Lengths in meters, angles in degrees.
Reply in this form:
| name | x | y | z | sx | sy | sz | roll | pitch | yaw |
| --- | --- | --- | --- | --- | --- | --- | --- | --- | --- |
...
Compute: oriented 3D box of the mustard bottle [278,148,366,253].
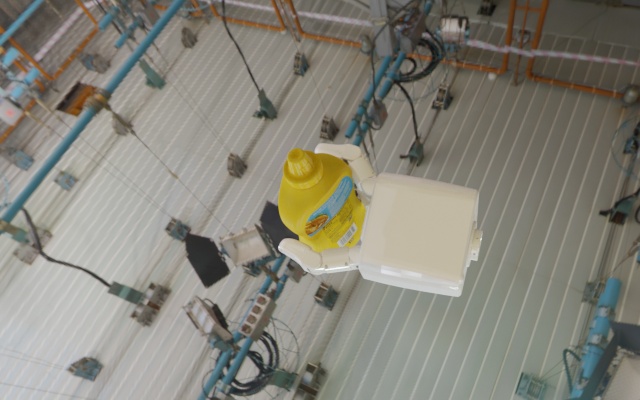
| name | x | y | z | sx | sy | sz | roll | pitch | yaw |
| --- | --- | --- | --- | --- | --- | --- | --- | --- | --- |
| mustard bottle | 0.000 | 0.002 | 0.545 | 0.058 | 0.096 | 0.192 | 35 | -14 | 29 |
